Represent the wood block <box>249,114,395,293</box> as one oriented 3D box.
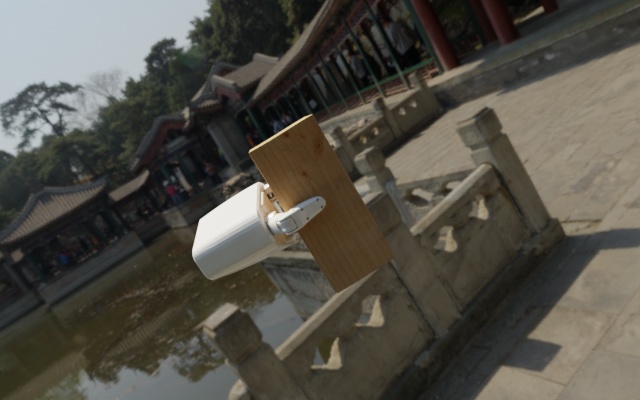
[{"bbox_3d":[0.000,0.002,0.620,0.090,0.206,0.091,-32,11,-2],"label":"wood block"}]
